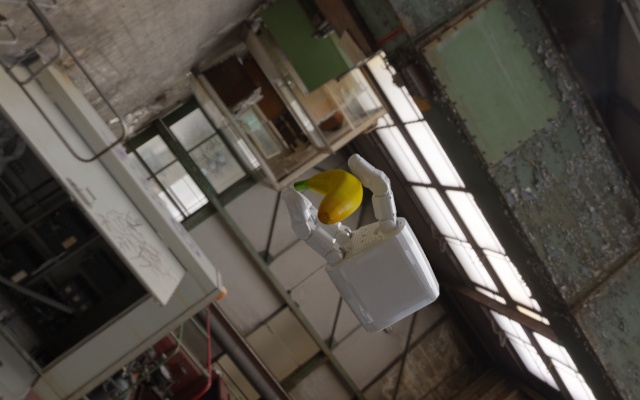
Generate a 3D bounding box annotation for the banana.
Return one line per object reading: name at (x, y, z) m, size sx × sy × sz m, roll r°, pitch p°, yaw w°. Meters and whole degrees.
banana at (0.016, -0.008, 0.557) m, size 0.069 × 0.037 × 0.197 m, roll -28°, pitch 13°, yaw -4°
